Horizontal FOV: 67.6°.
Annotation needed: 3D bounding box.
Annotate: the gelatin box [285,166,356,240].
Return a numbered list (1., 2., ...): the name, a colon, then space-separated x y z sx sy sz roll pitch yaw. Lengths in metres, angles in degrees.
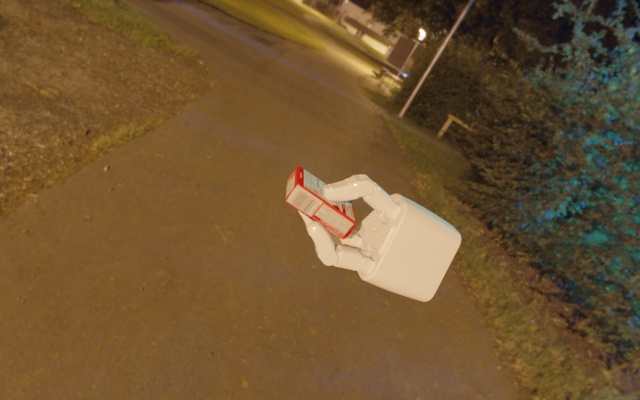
1. gelatin box: 0.000 0.001 0.591 0.089 0.030 0.073 34 17 -14
